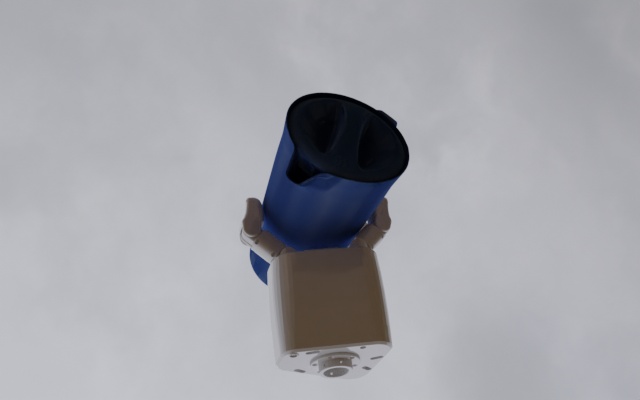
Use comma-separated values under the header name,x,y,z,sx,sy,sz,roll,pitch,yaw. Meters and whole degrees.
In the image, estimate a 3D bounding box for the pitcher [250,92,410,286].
name,x,y,z,sx,sy,sz,roll,pitch,yaw
pitcher,0.000,0.002,0.567,0.149,0.145,0.243,7,-42,-18
